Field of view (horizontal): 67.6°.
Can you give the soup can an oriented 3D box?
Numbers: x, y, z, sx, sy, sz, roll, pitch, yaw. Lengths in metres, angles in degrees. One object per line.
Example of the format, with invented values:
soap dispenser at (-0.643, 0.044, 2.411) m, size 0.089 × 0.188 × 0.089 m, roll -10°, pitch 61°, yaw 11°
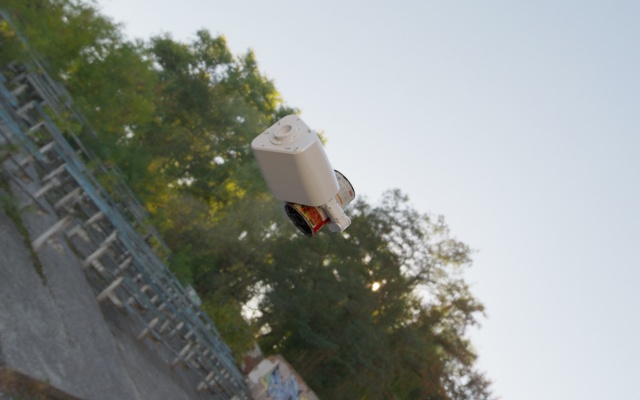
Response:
soup can at (0.001, 0.003, 0.794) m, size 0.102 × 0.068 × 0.068 m, roll -40°, pitch 16°, yaw -20°
